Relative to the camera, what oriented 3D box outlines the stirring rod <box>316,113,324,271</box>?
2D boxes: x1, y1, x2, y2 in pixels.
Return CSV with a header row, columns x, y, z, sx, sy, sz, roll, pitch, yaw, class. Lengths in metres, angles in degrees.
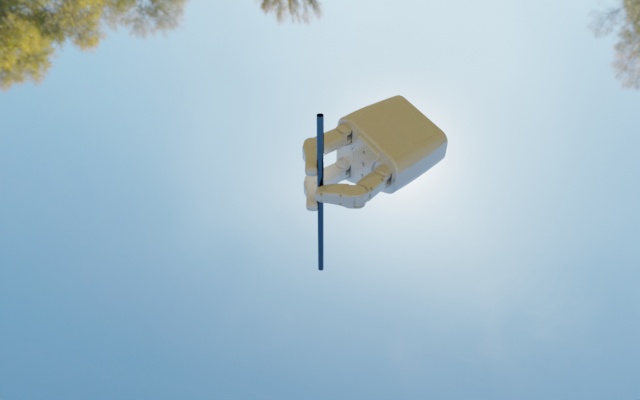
x,y,z,sx,sy,sz,roll,pitch,yaw,class
0.000,0.002,0.581,0.011,0.240,0.011,0,40,0,stirring rod
